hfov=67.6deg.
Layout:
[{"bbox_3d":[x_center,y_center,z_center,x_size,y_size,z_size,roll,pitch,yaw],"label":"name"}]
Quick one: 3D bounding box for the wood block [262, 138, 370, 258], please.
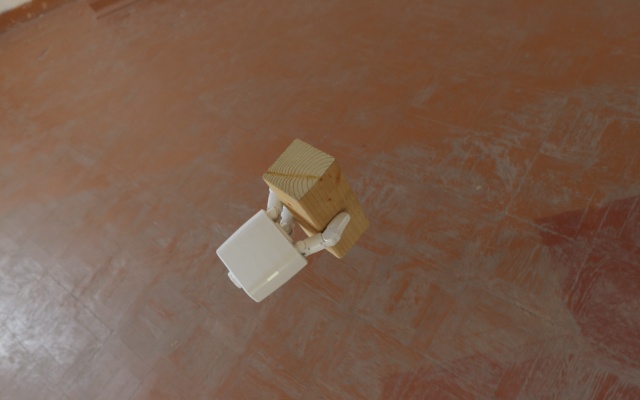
[{"bbox_3d":[0.000,0.003,0.814,0.090,0.090,0.206,33,-14,35],"label":"wood block"}]
